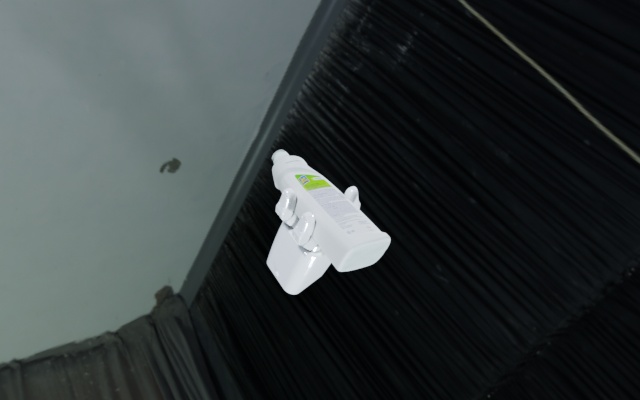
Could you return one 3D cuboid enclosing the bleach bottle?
[{"bbox_3d":[0.000,0.003,0.794,0.102,0.068,0.250,-7,46,-43],"label":"bleach bottle"}]
